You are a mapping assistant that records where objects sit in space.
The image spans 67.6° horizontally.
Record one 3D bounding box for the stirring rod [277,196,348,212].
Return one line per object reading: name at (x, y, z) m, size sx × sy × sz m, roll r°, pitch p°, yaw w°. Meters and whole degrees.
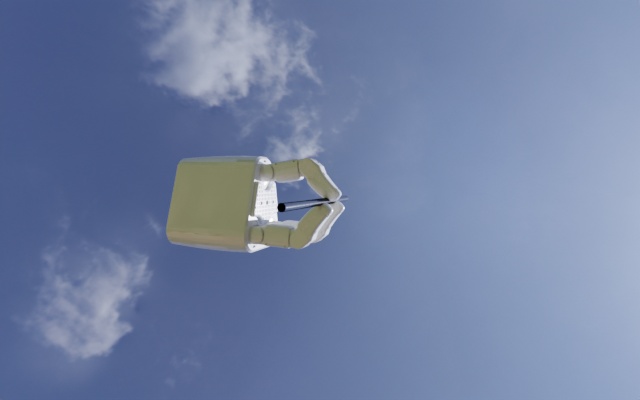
stirring rod at (0.000, 0.002, 0.517) m, size 0.011 × 0.011 × 0.239 m, roll 0°, pitch 2°, yaw 16°
